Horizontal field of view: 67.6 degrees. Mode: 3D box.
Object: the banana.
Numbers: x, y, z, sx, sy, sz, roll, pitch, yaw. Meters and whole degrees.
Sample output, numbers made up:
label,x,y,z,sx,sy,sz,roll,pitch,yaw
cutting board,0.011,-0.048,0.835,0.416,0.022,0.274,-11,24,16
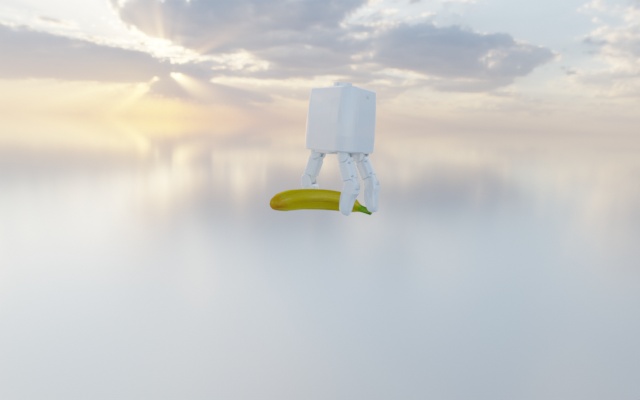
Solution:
label,x,y,z,sx,sy,sz,roll,pitch,yaw
banana,-0.007,0.000,0.798,0.198,0.037,0.069,2,6,-33
